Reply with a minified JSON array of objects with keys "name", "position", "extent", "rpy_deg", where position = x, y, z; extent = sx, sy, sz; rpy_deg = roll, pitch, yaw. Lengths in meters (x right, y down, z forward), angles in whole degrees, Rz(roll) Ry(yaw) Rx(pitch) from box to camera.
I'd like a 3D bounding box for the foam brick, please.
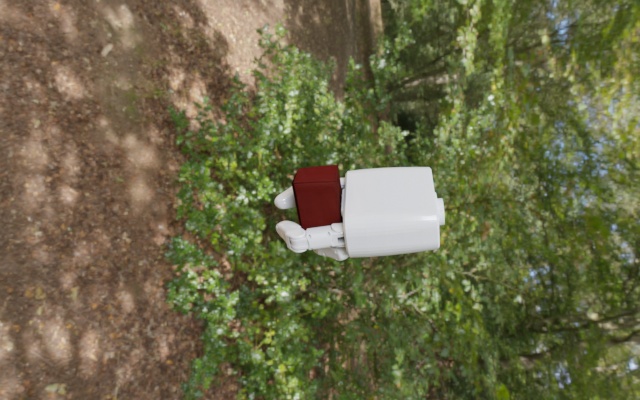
[{"name":"foam brick","position":[0.000,0.002,0.578],"extent":[0.051,0.078,0.053],"rpy_deg":[-5,26,10]}]
